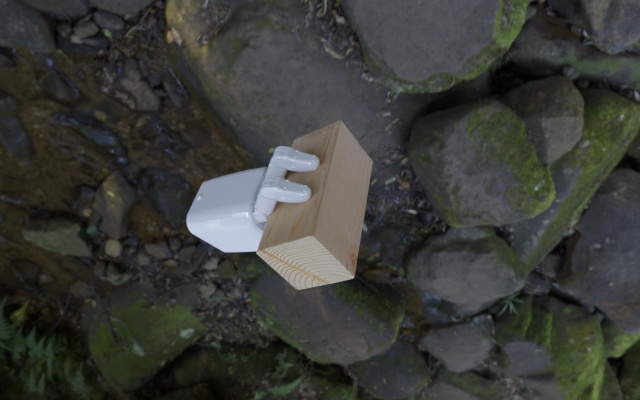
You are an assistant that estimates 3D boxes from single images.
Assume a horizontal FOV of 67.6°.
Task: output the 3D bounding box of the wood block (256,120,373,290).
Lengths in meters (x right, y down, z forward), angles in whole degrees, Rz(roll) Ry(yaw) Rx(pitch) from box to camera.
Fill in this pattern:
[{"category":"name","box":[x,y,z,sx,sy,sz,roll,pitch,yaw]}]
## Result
[{"category":"wood block","box":[0.000,0.002,0.637,0.090,0.206,0.091,-18,-50,32]}]
